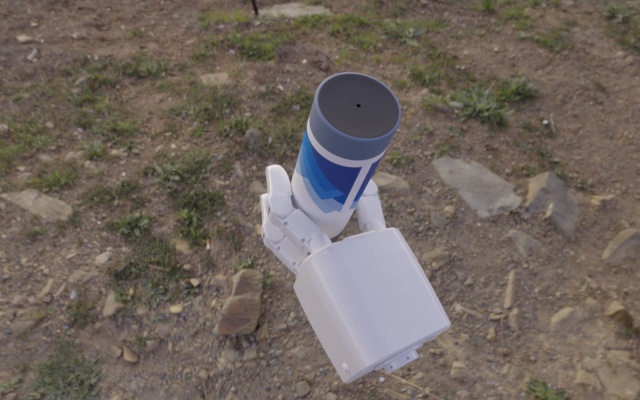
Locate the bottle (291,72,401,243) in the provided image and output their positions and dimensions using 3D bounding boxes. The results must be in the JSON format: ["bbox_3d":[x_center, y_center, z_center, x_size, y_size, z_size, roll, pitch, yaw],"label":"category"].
[{"bbox_3d":[0.000,0.001,0.478,0.069,0.069,0.296,0,-29,-13],"label":"bottle"}]
